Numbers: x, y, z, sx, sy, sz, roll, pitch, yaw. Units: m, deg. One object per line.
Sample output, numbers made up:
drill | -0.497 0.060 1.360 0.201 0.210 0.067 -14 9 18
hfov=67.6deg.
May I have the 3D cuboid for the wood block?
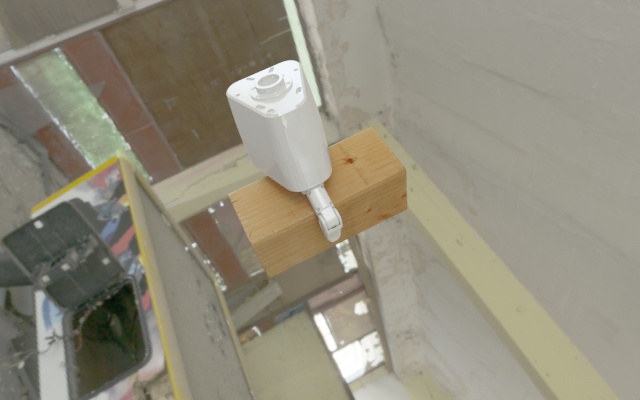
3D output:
wood block | 0.000 0.002 0.620 0.206 0.090 0.090 -26 -35 -8
